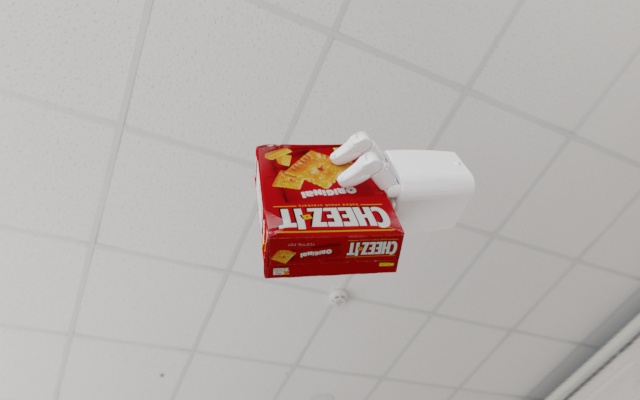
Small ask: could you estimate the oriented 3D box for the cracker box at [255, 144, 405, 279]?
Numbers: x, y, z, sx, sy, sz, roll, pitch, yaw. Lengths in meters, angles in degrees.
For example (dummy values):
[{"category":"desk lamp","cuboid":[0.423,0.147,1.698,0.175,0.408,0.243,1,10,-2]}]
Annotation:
[{"category":"cracker box","cuboid":[0.000,0.002,0.635,0.164,0.072,0.213,-1,35,-11]}]
